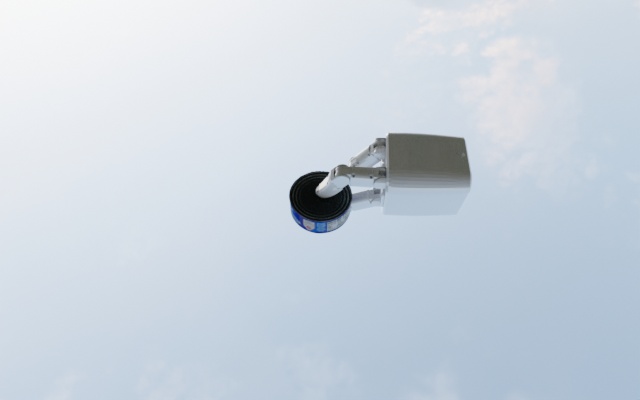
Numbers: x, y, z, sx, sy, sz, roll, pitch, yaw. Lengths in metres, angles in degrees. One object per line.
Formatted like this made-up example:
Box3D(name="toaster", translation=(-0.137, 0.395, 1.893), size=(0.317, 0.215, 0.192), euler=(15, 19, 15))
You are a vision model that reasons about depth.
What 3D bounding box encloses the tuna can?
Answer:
Box3D(name="tuna can", translation=(0.000, 0.002, 0.657), size=(0.086, 0.086, 0.034), euler=(0, -37, -1))
